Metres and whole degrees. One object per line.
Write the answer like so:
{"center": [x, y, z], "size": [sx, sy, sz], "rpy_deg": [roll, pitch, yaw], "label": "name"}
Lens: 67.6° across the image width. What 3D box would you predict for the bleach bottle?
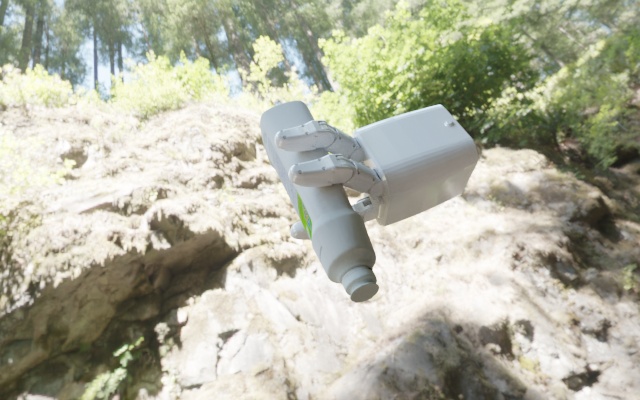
{"center": [0.000, 0.002, 0.510], "size": [0.068, 0.250, 0.103], "rpy_deg": [-20, -41, -6], "label": "bleach bottle"}
